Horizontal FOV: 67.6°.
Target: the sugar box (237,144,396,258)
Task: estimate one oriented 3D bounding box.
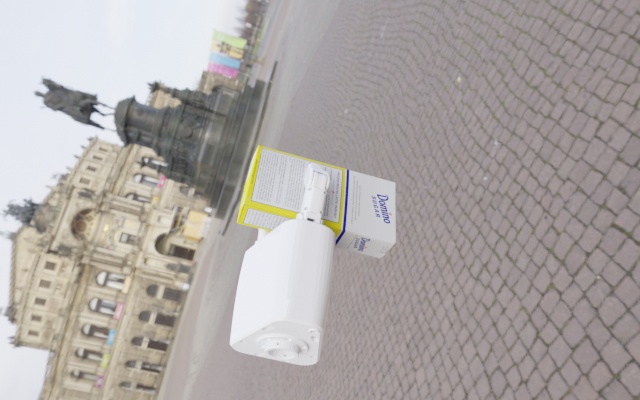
[{"bbox_3d":[0.000,0.002,0.557,0.176,0.093,0.048,17,-38,-13],"label":"sugar box"}]
